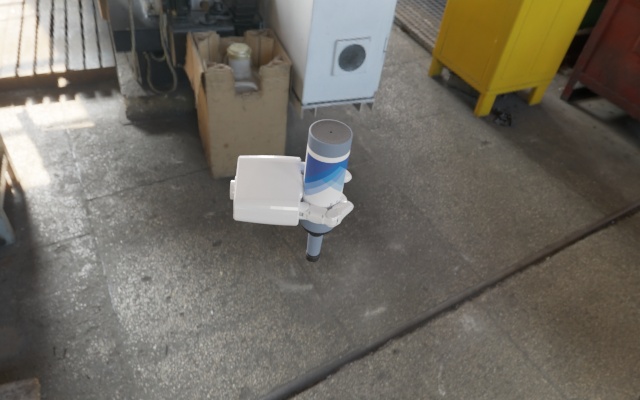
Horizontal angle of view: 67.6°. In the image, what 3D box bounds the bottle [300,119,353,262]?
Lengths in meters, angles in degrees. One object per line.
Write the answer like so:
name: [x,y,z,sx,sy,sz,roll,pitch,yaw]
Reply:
bottle: [0.000,0.003,0.819,0.069,0.296,0.069,4,43,-4]
